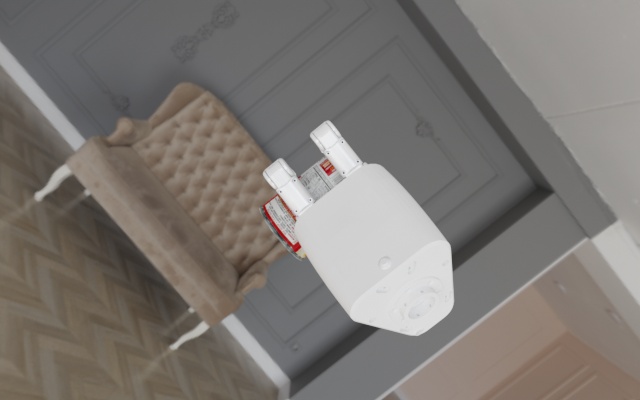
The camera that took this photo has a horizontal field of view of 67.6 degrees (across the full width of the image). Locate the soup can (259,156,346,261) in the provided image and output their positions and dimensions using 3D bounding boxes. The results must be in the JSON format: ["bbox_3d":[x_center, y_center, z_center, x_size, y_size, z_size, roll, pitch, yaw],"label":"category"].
[{"bbox_3d":[0.000,0.001,0.473,0.102,0.068,0.068,-39,-3,3],"label":"soup can"}]
